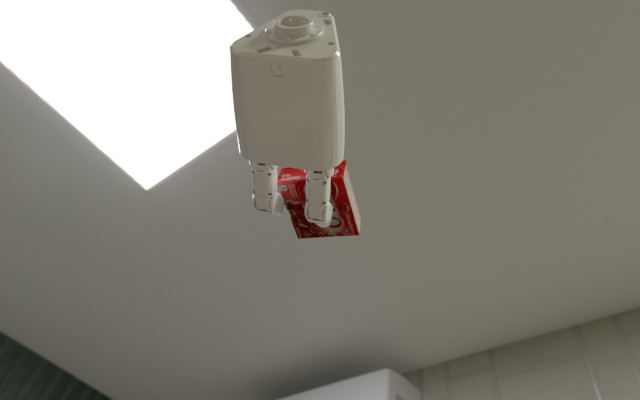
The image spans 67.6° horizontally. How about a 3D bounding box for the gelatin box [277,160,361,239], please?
[{"bbox_3d":[0.000,0.002,0.523,0.073,0.089,0.030,-5,41,16],"label":"gelatin box"}]
